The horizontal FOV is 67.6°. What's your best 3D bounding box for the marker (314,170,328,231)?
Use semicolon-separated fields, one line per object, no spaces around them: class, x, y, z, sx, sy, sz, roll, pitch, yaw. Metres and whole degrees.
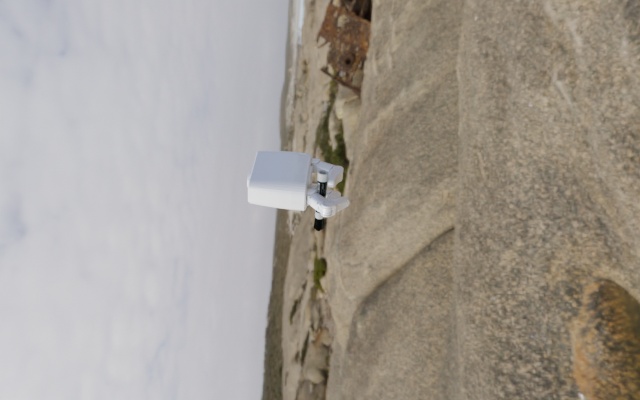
marker;0.000;0.003;0.865;0.020;0.121;0.020;4;30;-2
